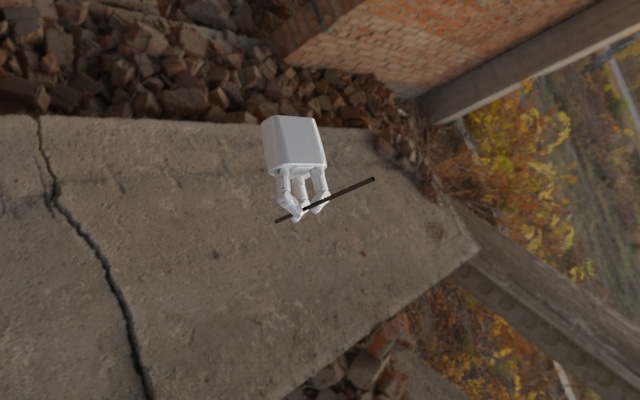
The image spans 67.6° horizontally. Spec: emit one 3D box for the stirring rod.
[{"bbox_3d":[0.000,0.003,0.868,0.239,0.011,0.011,-24,-15,37],"label":"stirring rod"}]
